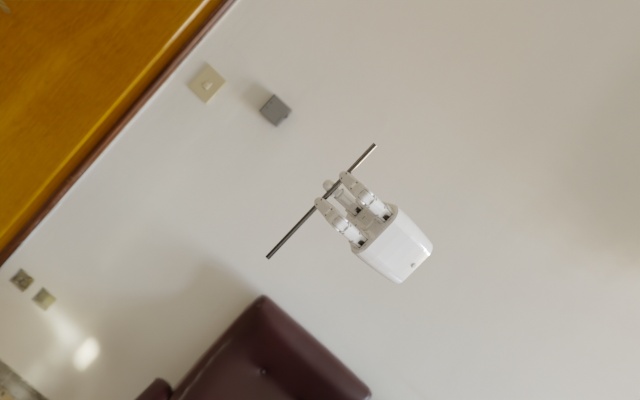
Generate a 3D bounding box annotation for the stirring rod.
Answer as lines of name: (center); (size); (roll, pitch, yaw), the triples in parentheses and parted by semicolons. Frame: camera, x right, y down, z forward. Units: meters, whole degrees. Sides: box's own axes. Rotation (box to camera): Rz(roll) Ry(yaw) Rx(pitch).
stirring rod: (0.000, 0.002, 0.731); (0.011, 0.239, 0.011); (43, 5, -5)
